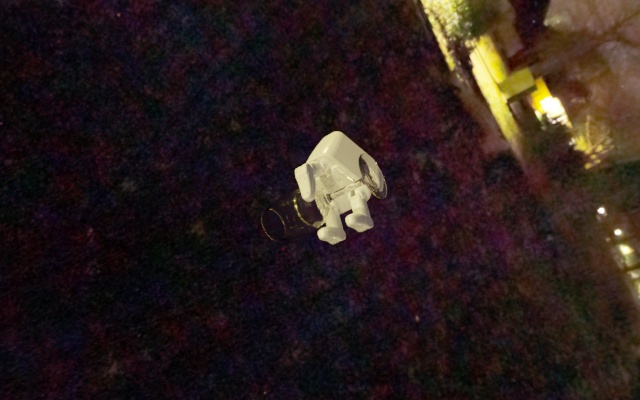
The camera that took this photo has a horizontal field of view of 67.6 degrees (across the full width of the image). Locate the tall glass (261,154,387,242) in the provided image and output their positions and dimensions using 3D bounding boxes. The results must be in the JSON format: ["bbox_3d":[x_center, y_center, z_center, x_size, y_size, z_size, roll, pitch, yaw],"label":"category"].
[{"bbox_3d":[0.001,0.002,0.754,0.201,0.079,0.079,-26,-13,28],"label":"tall glass"}]
